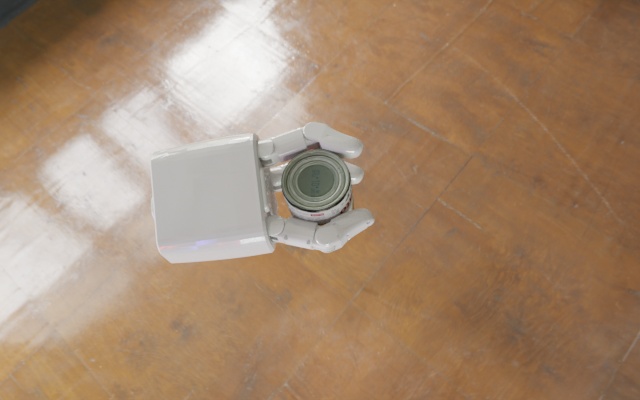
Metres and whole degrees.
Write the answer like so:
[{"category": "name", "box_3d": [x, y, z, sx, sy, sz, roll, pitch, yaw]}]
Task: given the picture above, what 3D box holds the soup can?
[{"category": "soup can", "box_3d": [0.001, 0.002, 0.489, 0.068, 0.068, 0.102, 0, -26, 6]}]
